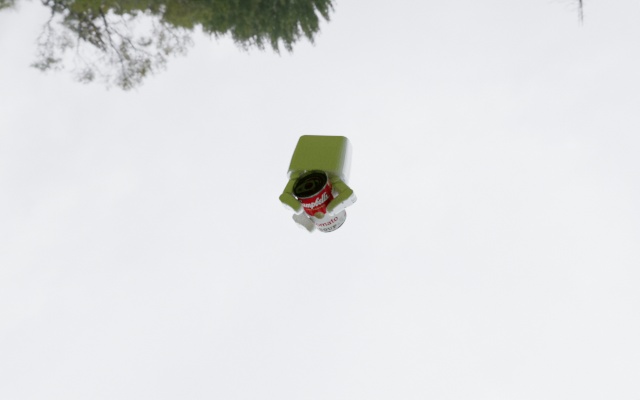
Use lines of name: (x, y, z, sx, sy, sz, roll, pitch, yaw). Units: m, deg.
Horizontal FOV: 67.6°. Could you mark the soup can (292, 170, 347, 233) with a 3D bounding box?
soup can: (0.000, 0.003, 0.875, 0.068, 0.068, 0.102, 0, -41, 30)
